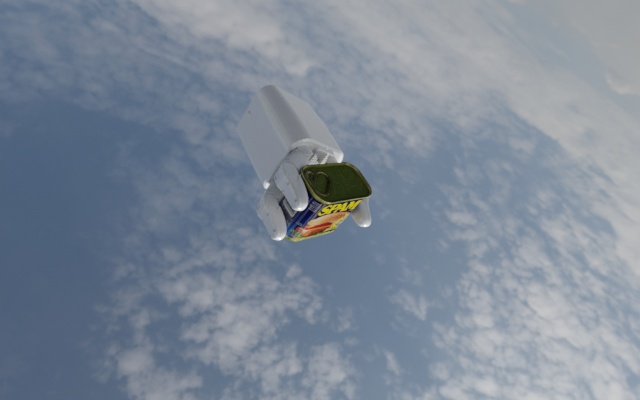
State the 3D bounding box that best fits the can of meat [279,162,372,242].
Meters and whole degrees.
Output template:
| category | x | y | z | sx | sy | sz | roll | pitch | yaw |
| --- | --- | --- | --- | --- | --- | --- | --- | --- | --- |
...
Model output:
| category | x | y | z | sx | sy | sz | roll | pitch | yaw |
| --- | --- | --- | --- | --- | --- | --- | --- | --- | --- |
| can of meat | 0.000 | 0.002 | 0.597 | 0.102 | 0.057 | 0.084 | -9 | -31 | -46 |
